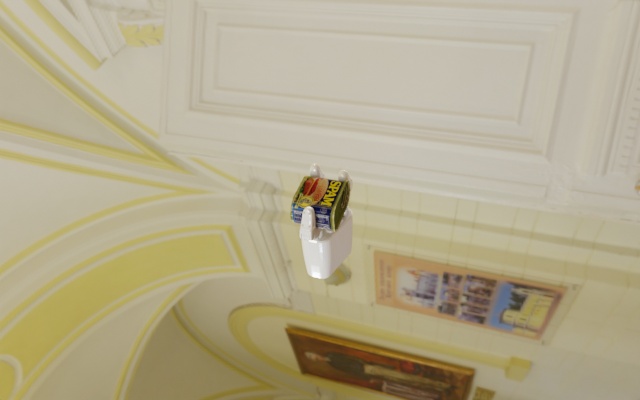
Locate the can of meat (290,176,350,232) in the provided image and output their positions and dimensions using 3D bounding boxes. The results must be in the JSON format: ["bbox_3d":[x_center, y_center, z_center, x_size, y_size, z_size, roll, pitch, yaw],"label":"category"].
[{"bbox_3d":[0.000,0.003,0.868,0.084,0.057,0.102,9,44,16],"label":"can of meat"}]
